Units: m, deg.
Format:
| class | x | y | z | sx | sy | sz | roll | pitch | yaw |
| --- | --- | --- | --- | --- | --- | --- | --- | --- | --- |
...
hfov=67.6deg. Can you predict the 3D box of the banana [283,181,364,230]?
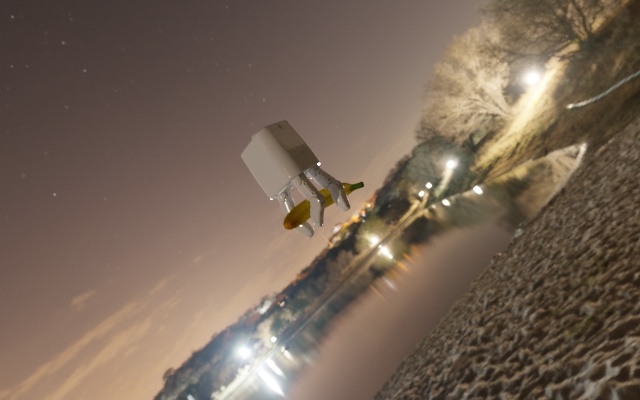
| class | x | y | z | sx | sy | sz | roll | pitch | yaw |
| --- | --- | --- | --- | --- | --- | --- | --- | --- | --- |
| banana | -0.007 | 0.006 | 0.912 | 0.197 | 0.037 | 0.069 | -31 | 3 | -33 |
